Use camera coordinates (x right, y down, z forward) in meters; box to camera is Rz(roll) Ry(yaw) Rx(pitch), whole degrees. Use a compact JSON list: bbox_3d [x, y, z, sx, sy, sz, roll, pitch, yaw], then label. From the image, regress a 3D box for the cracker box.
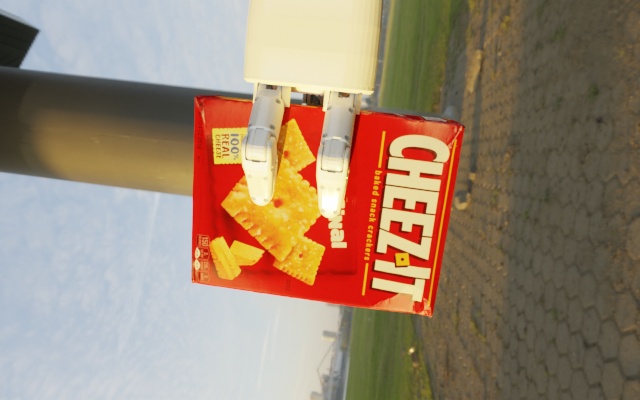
[{"bbox_3d":[0.000,0.001,0.413,0.213,0.164,0.072,7,13,5],"label":"cracker box"}]
